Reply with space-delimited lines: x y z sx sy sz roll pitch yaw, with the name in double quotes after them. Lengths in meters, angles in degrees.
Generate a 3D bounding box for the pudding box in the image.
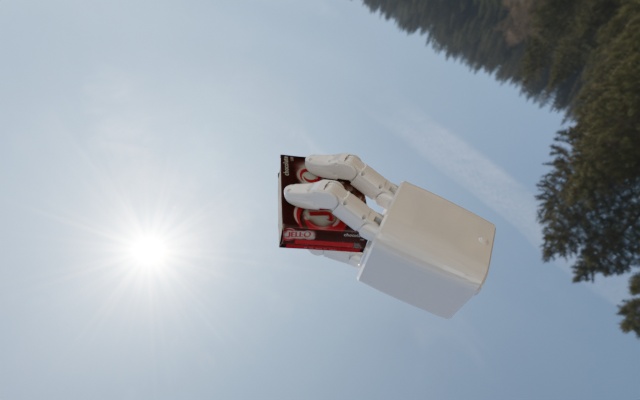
0.000 0.002 0.509 0.090 0.039 0.113 5 41 -12 "pudding box"
